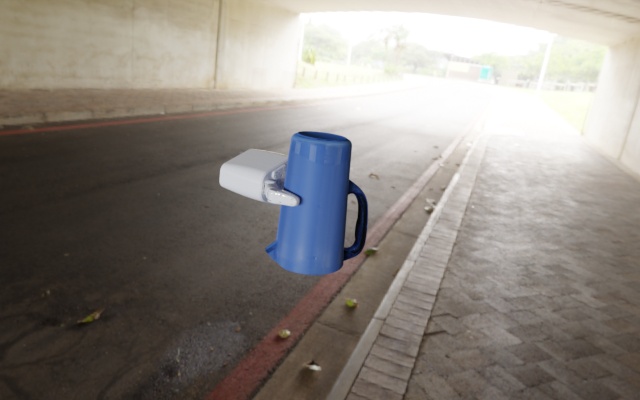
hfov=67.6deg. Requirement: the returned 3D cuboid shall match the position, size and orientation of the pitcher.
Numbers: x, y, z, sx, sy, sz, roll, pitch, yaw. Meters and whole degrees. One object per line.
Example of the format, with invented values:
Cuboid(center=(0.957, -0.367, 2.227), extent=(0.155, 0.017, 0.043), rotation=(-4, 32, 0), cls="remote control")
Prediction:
Cuboid(center=(0.000, 0.003, 0.869), extent=(0.145, 0.243, 0.149), rotation=(16, 18, 30), cls="pitcher")
